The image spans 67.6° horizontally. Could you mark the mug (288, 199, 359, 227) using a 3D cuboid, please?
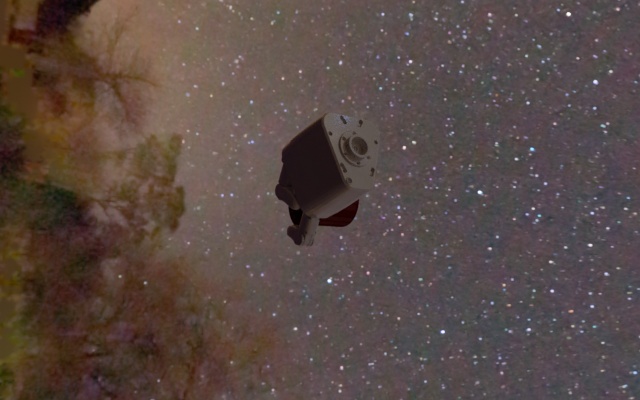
[{"bbox_3d":[0.000,0.003,0.754,0.081,0.093,0.117,5,-20,-30],"label":"mug"}]
